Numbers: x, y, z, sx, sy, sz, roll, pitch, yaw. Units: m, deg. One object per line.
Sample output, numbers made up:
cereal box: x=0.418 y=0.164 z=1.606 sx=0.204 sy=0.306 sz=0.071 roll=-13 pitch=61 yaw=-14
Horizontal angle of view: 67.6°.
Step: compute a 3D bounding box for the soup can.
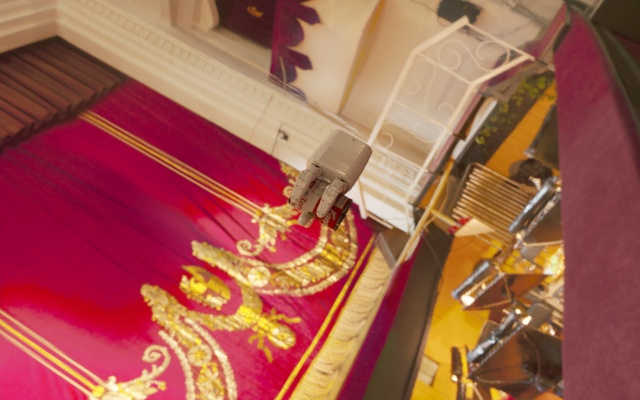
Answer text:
soup can: x=0.000 y=0.003 z=0.889 sx=0.102 sy=0.068 sz=0.068 roll=30 pitch=4 yaw=8
